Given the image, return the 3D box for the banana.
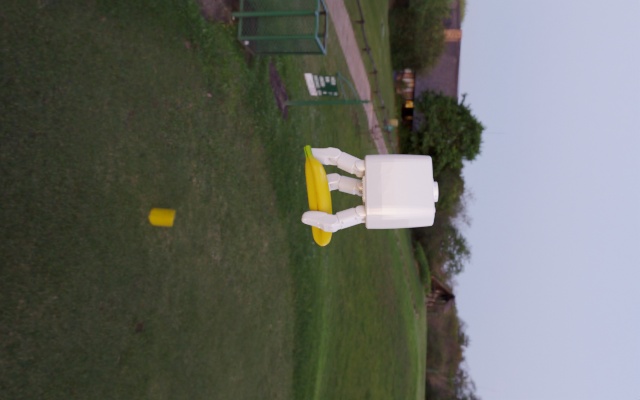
[{"bbox_3d":[0.000,0.009,0.799,0.037,0.198,0.069,-5,31,2],"label":"banana"}]
